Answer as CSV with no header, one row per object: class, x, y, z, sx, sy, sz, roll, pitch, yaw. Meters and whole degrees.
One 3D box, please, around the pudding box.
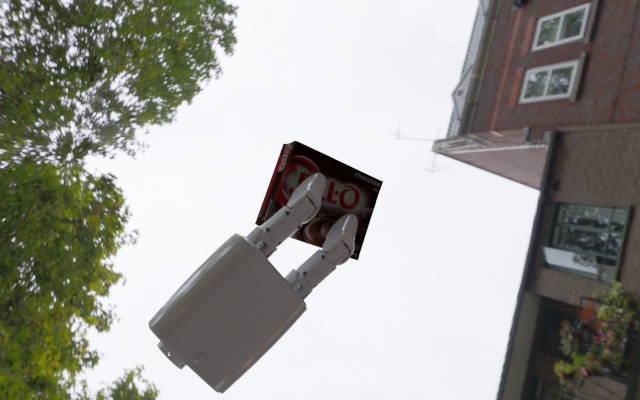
pudding box,0.000,0.002,0.489,0.113,0.090,0.039,22,-7,-28
